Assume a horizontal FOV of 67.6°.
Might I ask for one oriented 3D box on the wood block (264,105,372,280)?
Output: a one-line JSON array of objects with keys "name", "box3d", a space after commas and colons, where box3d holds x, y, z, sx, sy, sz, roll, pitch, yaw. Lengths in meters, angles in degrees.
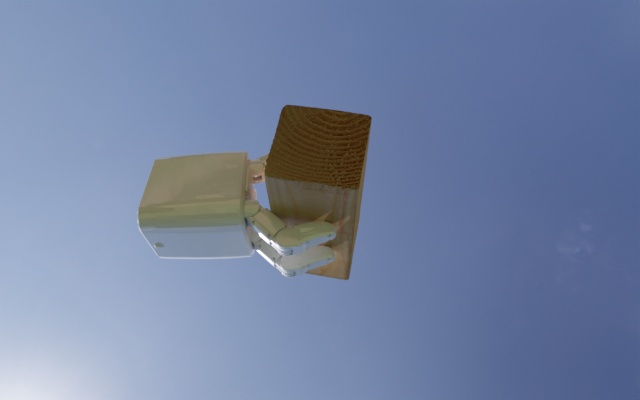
[{"name": "wood block", "box3d": [0.000, 0.001, 0.531, 0.090, 0.090, 0.206, 8, -31, 5]}]
